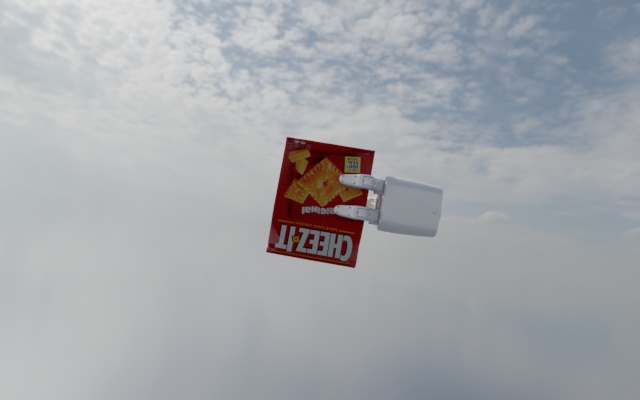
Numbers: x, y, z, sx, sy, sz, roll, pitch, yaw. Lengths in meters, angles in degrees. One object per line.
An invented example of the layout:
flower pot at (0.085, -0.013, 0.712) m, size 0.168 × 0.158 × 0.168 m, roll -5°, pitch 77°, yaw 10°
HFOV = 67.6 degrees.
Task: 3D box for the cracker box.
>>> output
cracker box at (0.000, 0.003, 0.867) m, size 0.164 × 0.213 × 0.072 m, roll 10°, pitch -4°, yaw 0°
